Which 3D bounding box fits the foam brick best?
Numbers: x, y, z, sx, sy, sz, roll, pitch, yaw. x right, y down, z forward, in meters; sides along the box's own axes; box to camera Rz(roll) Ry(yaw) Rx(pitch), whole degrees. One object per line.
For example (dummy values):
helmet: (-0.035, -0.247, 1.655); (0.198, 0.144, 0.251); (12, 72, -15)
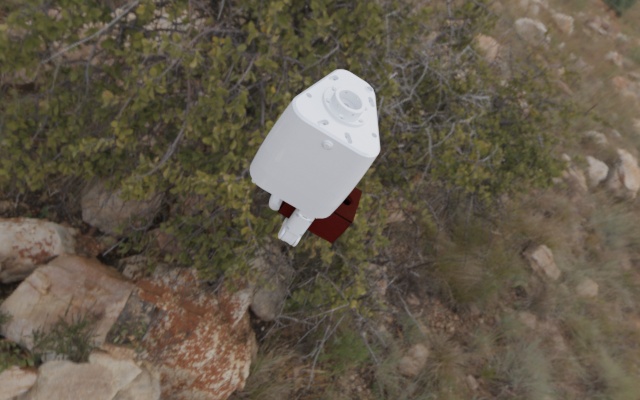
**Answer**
foam brick: (0.000, 0.002, 0.552); (0.078, 0.053, 0.051); (30, -44, -9)
